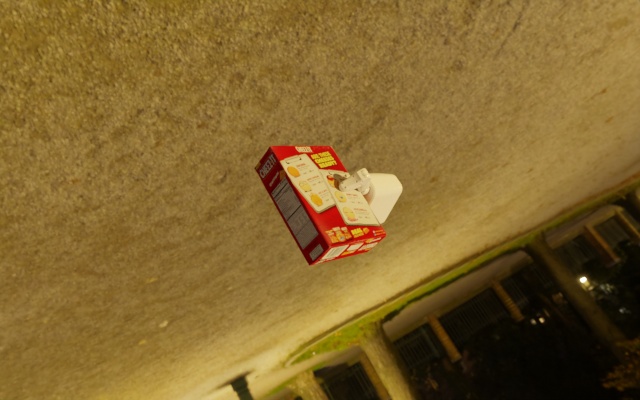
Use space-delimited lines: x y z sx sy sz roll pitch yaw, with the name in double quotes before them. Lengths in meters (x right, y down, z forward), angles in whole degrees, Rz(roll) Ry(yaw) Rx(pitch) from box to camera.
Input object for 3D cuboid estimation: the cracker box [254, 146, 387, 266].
"cracker box" 0.000 0.003 0.861 0.164 0.213 0.072 -7 -32 -48
